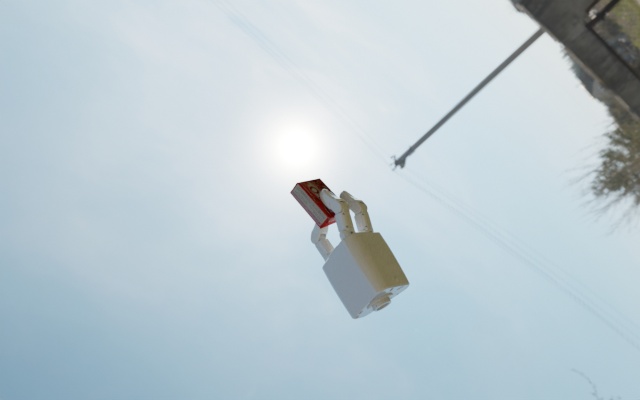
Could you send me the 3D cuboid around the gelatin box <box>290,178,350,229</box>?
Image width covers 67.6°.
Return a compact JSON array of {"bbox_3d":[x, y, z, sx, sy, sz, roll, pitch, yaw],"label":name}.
[{"bbox_3d":[0.000,0.003,0.844,0.030,0.089,0.073,-51,-19,29],"label":"gelatin box"}]
